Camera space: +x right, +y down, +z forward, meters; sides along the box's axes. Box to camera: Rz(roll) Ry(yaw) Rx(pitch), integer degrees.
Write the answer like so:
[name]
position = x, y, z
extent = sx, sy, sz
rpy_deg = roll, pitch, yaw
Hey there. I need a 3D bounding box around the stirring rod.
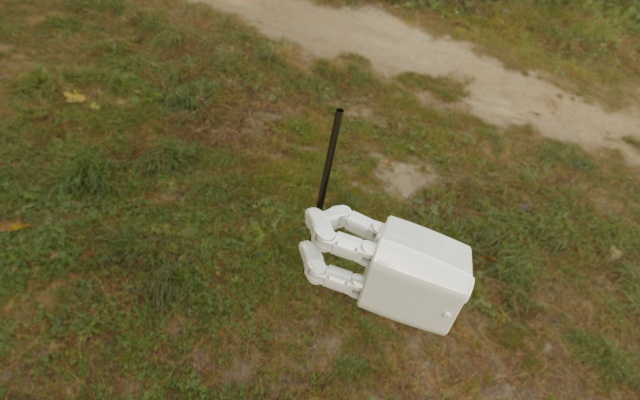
[stirring rod]
position = 0.000, 0.002, 0.552
extent = 0.011, 0.240, 0.011
rpy_deg = 7, 39, -6
